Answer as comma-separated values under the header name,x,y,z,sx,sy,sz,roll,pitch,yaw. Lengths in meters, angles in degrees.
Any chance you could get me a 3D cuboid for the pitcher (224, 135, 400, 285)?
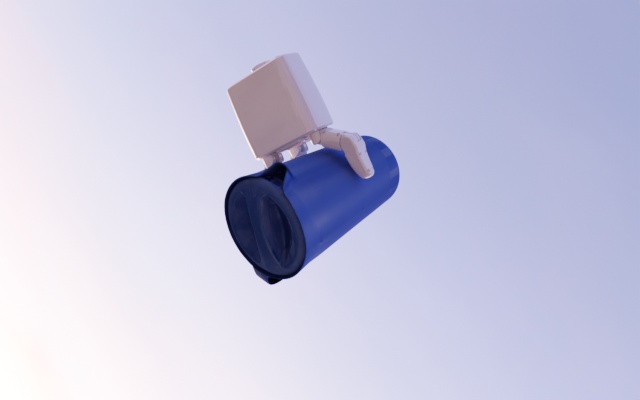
name,x,y,z,sx,sy,sz,roll,pitch,yaw
pitcher,0.000,0.002,0.645,0.149,0.145,0.242,-22,5,45
